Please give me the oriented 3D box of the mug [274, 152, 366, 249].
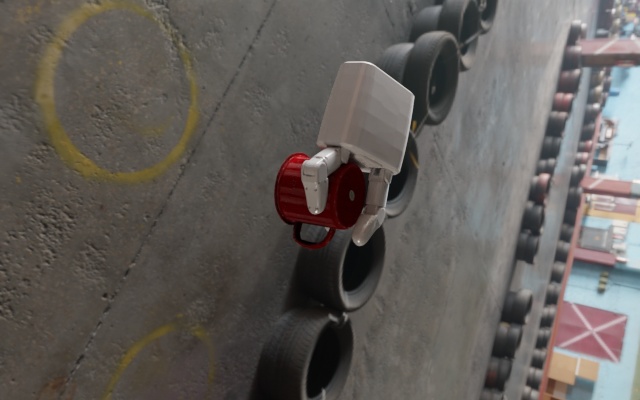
[{"bbox_3d":[0.000,0.003,0.584,0.081,0.117,0.093,9,-11,31],"label":"mug"}]
